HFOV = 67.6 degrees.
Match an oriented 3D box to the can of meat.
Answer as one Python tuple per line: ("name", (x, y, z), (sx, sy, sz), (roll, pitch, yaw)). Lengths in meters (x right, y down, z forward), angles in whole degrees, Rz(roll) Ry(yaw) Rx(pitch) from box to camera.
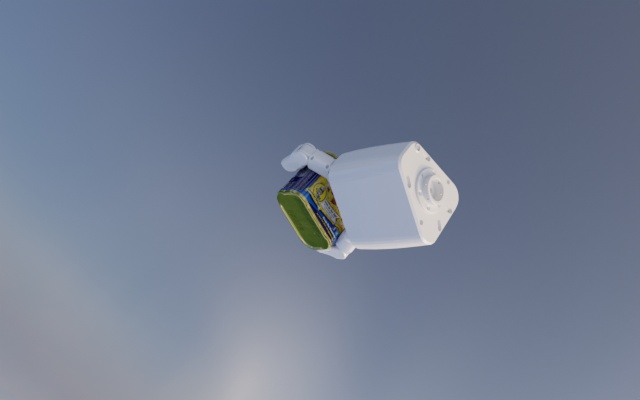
("can of meat", (0.000, 0.002, 0.622), (0.057, 0.102, 0.084), (-3, 36, 46))
